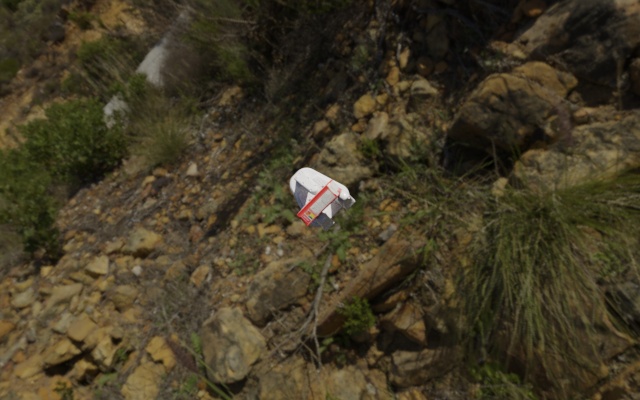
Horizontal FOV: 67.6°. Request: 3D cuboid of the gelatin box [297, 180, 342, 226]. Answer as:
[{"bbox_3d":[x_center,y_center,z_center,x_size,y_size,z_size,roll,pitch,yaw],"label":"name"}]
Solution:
[{"bbox_3d":[0.000,0.002,0.828,0.073,0.030,0.089,-45,1,11],"label":"gelatin box"}]
